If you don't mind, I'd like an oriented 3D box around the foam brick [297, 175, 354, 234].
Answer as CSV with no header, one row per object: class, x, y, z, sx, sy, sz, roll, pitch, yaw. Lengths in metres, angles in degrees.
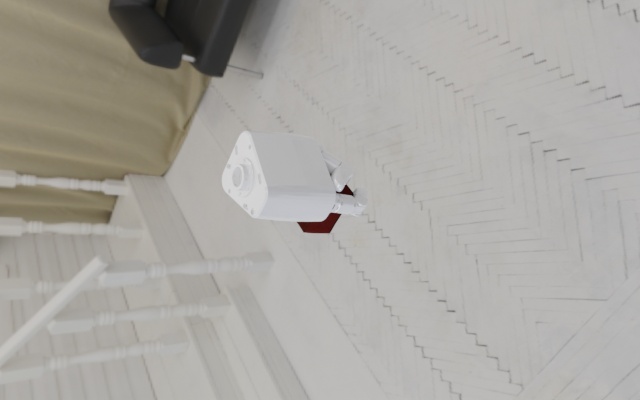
foam brick,0.000,0.003,0.680,0.051,0.078,0.053,1,41,-40
